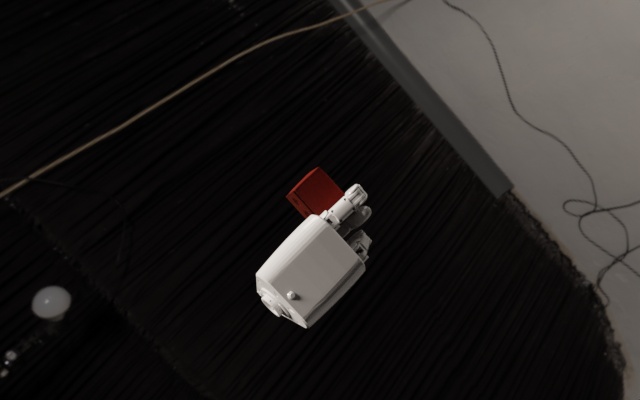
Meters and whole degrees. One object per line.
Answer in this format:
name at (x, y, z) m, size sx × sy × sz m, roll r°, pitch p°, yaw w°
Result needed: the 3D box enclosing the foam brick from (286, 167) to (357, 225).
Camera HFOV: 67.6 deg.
foam brick at (0.000, 0.002, 0.641) m, size 0.051 × 0.078 × 0.053 m, roll -44°, pitch 5°, yaw -14°
